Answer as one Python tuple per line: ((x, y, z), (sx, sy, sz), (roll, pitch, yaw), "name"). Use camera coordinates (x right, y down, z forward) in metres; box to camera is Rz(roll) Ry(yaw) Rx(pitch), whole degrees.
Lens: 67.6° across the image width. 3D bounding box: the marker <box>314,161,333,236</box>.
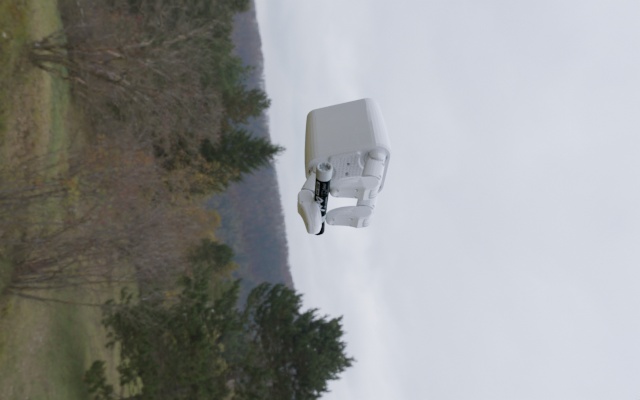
((0.000, 0.002, 0.585), (0.020, 0.020, 0.121), (0, -42, -6), "marker")
